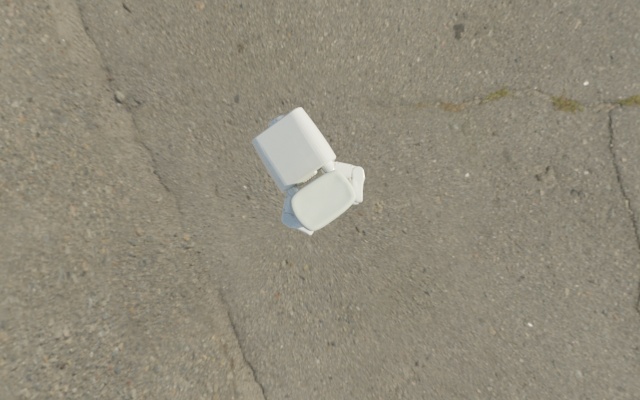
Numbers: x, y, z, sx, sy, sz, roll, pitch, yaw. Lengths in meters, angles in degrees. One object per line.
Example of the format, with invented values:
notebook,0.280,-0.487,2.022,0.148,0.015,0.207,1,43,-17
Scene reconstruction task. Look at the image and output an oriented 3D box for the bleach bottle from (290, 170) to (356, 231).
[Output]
bleach bottle,0.000,0.003,0.842,0.102,0.068,0.251,-34,0,-3
